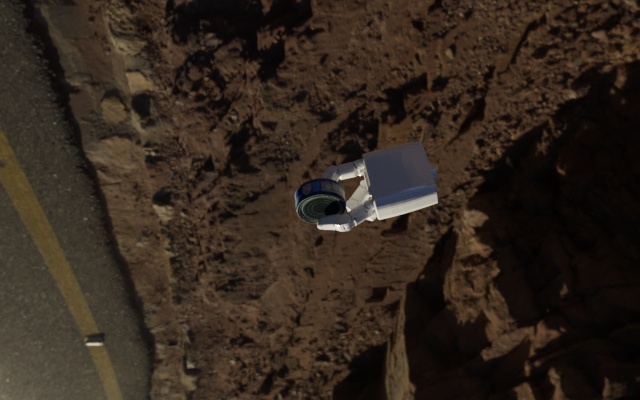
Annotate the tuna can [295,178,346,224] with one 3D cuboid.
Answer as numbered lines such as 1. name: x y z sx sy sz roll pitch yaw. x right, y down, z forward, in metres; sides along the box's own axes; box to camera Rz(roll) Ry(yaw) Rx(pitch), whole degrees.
1. tuna can: 0.000 0.003 0.803 0.086 0.033 0.086 -4 -38 -3
